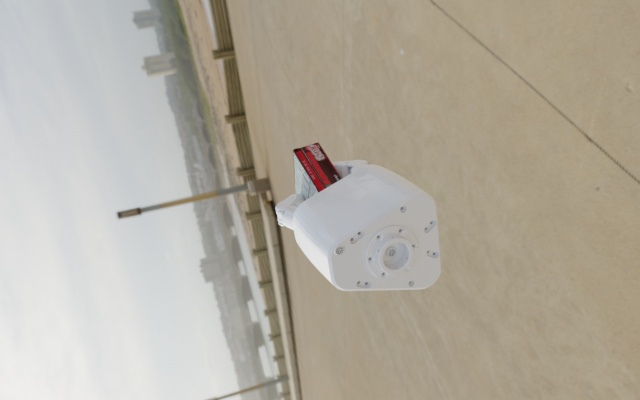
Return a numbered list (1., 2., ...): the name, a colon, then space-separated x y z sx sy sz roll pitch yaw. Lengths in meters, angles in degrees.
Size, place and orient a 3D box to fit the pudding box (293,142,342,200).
1. pudding box: 0.000 0.002 0.572 0.039 0.114 0.090 -15 48 -16
